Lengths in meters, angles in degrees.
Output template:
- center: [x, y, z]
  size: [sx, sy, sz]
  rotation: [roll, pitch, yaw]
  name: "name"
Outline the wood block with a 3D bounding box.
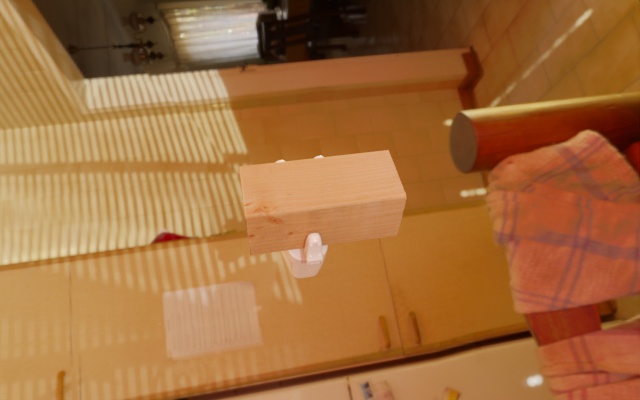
- center: [0.000, 0.003, 0.651]
  size: [0.206, 0.090, 0.090]
  rotation: [-7, -39, -8]
  name: "wood block"
